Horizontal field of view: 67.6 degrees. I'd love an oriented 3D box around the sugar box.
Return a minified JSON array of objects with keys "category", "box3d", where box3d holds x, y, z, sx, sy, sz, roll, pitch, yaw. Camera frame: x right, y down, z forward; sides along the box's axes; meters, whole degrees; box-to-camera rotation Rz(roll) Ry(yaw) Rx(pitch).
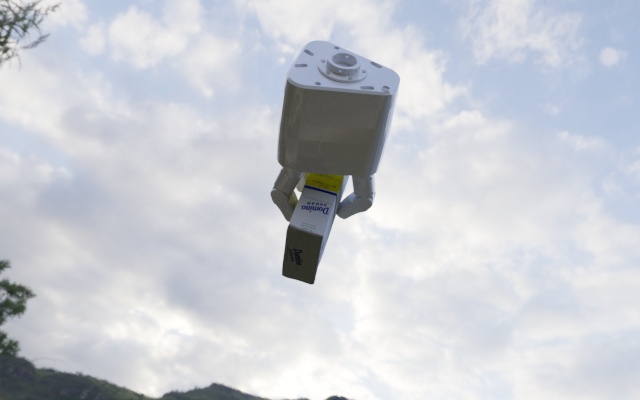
[{"category":"sugar box","box3d":[0.000,0.002,0.573,0.048,0.093,0.176,17,46,6]}]
